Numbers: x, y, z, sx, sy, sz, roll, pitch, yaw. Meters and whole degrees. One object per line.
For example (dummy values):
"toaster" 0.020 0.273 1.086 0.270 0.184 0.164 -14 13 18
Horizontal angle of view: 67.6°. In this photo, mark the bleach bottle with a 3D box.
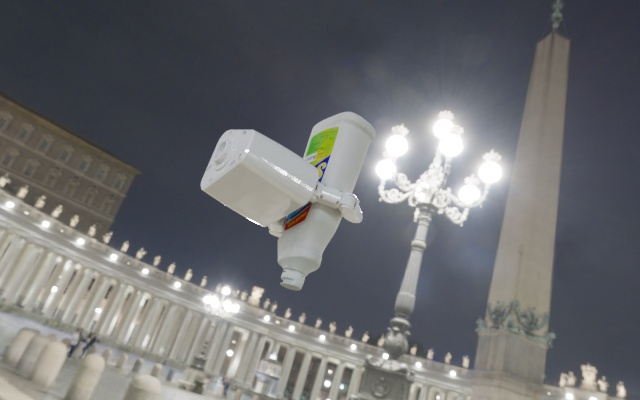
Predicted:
"bleach bottle" 0.000 0.002 0.669 0.068 0.250 0.102 32 -27 -32
